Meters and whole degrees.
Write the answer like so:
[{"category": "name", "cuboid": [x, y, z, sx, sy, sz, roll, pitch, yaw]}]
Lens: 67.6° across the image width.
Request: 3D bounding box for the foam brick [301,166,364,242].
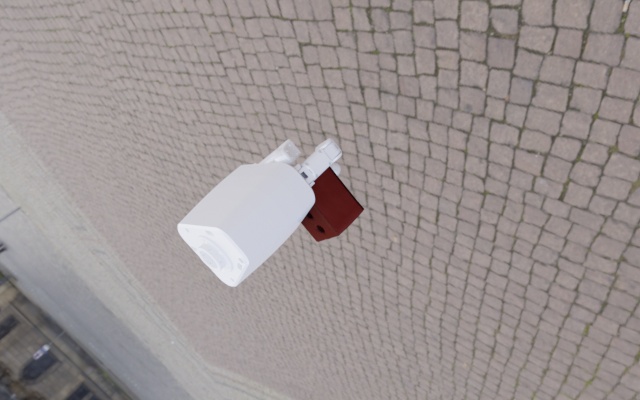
[{"category": "foam brick", "cuboid": [0.000, 0.002, 0.559, 0.051, 0.078, 0.053, -47, 13, -32]}]
